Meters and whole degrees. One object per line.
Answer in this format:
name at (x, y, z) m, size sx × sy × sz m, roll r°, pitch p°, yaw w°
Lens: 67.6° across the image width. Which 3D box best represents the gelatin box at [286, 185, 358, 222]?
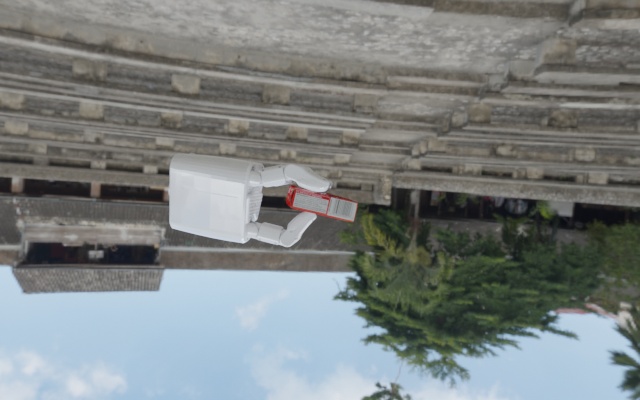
gelatin box at (0.000, 0.003, 0.651) m, size 0.089 × 0.030 × 0.073 m, roll 13°, pitch 3°, yaw -8°
